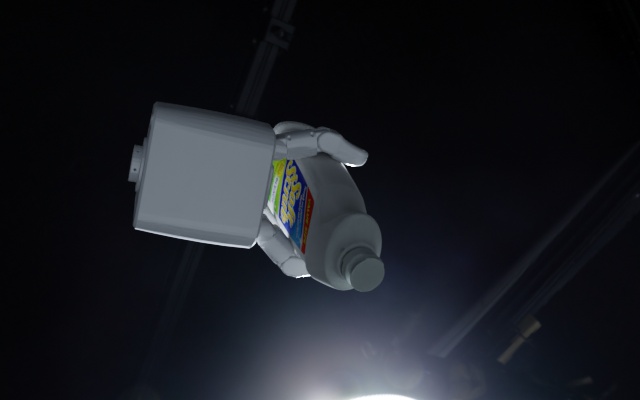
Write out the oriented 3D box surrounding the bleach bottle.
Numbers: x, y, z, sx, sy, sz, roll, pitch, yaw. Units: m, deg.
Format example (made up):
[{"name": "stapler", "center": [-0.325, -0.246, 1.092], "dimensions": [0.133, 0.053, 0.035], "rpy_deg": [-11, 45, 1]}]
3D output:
[{"name": "bleach bottle", "center": [0.000, 0.002, 0.464], "dimensions": [0.068, 0.102, 0.250], "rpy_deg": [11, 18, -23]}]
